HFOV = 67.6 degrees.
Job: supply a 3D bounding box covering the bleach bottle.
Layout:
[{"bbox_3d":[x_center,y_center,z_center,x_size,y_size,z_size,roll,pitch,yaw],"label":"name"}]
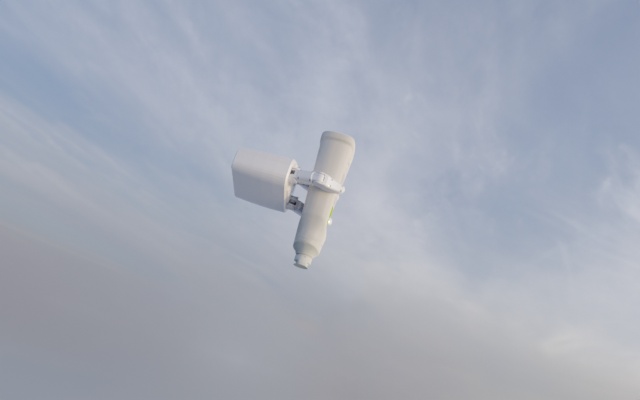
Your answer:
[{"bbox_3d":[0.000,0.003,0.887,0.068,0.250,0.103,15,-20,8],"label":"bleach bottle"}]
